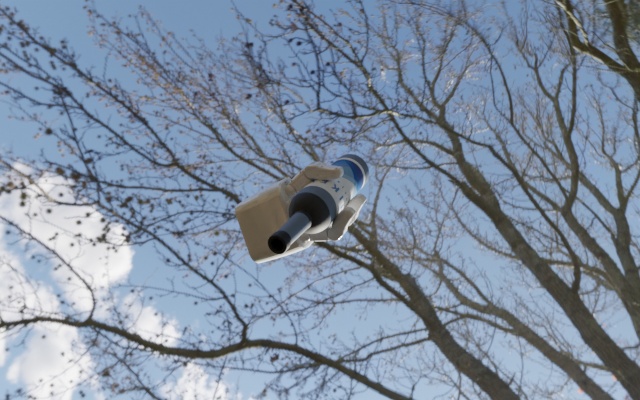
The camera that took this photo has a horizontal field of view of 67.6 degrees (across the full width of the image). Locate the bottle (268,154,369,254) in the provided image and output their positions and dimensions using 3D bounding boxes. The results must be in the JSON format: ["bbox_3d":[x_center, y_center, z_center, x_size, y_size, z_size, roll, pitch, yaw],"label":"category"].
[{"bbox_3d":[0.000,0.002,0.731,0.069,0.069,0.295,0,22,24],"label":"bottle"}]
